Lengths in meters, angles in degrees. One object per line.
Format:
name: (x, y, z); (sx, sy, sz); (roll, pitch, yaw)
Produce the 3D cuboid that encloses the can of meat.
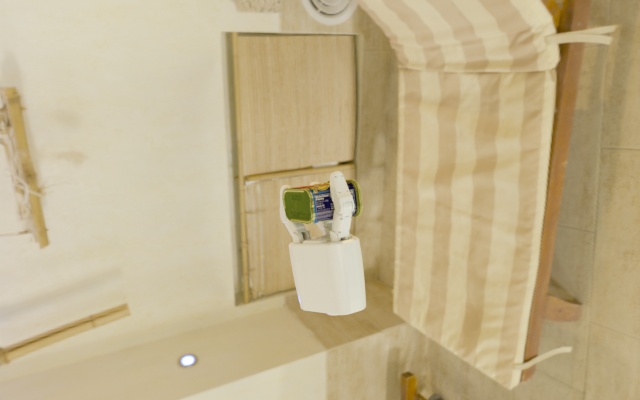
can of meat: (0.000, 0.002, 0.723); (0.084, 0.057, 0.102); (-10, 6, -28)
